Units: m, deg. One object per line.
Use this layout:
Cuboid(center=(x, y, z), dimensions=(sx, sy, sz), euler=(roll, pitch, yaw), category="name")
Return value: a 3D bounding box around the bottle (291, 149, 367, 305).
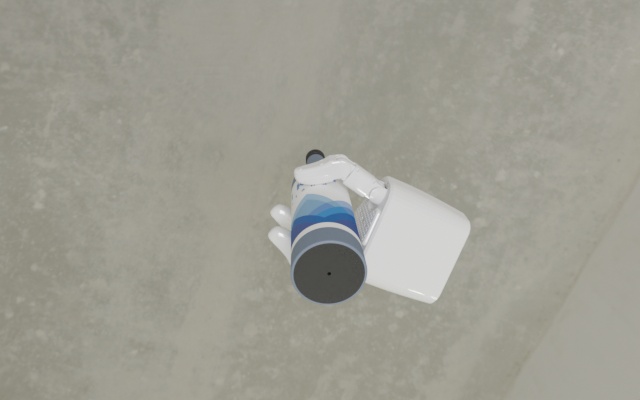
Cuboid(center=(0.000, 0.002, 0.543), dimensions=(0.069, 0.069, 0.295), euler=(0, 25, -3), category="bottle")
